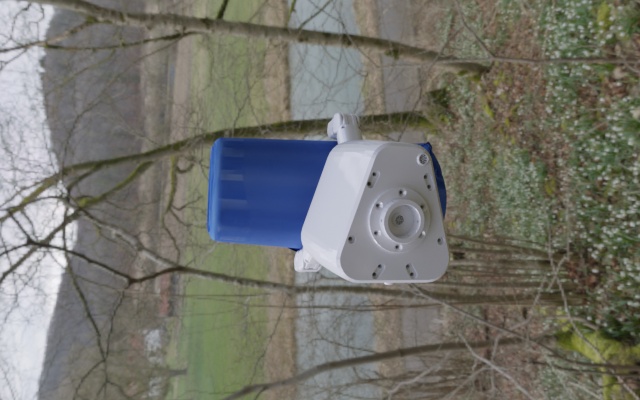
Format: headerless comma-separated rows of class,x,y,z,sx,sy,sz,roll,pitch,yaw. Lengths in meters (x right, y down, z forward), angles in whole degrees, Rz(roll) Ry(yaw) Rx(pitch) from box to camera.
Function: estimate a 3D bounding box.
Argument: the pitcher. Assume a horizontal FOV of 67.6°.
pitcher,0.000,0.002,0.531,0.243,0.149,0.145,3,5,-15
